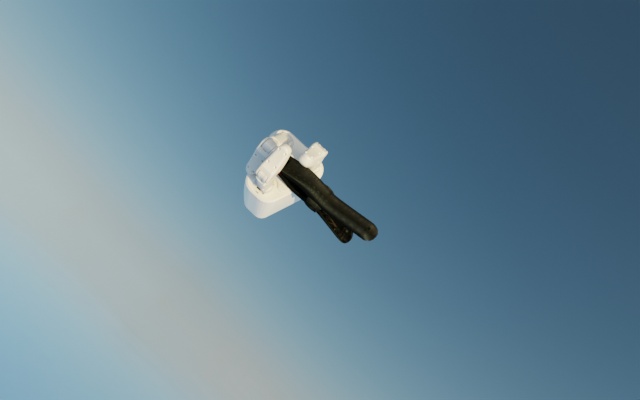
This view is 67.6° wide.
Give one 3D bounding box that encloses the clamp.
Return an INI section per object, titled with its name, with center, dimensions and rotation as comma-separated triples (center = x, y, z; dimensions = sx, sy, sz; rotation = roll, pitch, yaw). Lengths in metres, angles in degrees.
[clamp]
center = 0.000, 0.002, 0.668
dimensions = 0.039, 0.171, 0.120
rotation = -45, -3, -21
